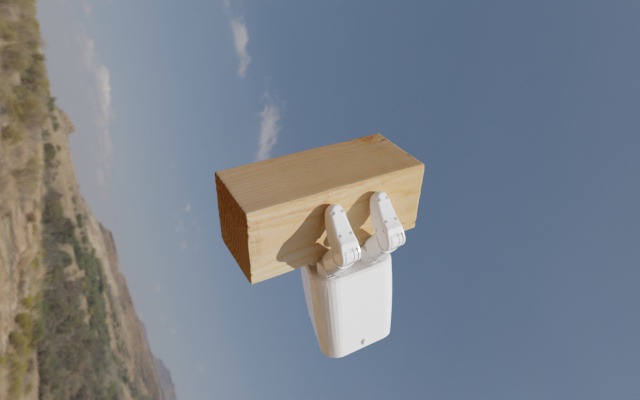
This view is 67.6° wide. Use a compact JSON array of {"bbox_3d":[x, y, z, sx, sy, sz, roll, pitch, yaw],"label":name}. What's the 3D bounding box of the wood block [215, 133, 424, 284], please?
[{"bbox_3d":[0.000,0.002,0.526,0.206,0.090,0.090,-16,37,-25],"label":"wood block"}]
